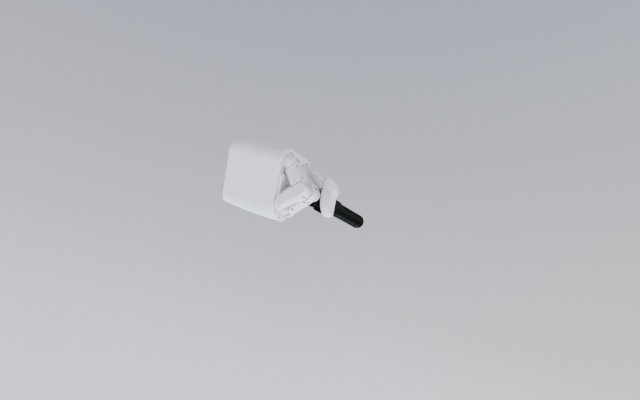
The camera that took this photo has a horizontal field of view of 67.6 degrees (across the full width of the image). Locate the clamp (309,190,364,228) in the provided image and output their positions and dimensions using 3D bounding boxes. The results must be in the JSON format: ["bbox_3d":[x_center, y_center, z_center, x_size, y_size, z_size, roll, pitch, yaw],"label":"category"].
[{"bbox_3d":[0.000,0.003,0.837,0.120,0.039,0.171,18,-9,27],"label":"clamp"}]
